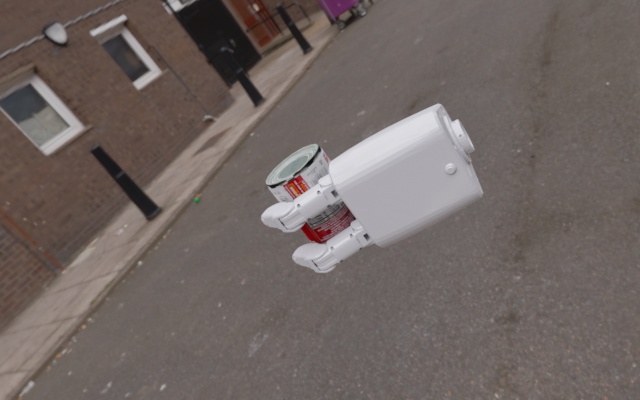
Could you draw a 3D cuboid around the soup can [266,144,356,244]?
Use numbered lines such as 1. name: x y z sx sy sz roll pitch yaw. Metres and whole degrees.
1. soup can: 0.000 0.002 0.492 0.068 0.102 0.068 -32 21 14
